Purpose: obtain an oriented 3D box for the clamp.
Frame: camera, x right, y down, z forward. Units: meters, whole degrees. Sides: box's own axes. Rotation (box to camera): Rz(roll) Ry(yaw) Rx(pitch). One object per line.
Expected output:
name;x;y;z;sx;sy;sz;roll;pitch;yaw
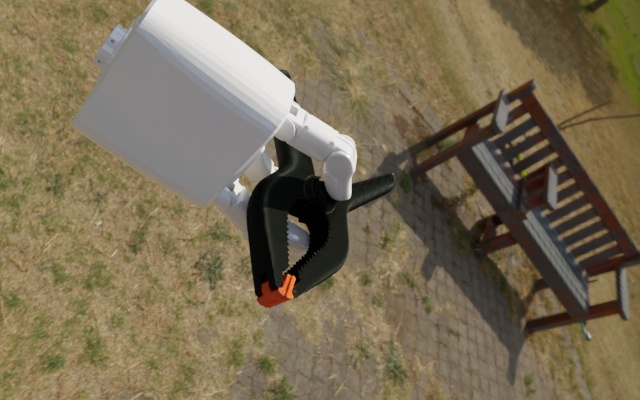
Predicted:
clamp;0.000;0.001;0.404;0.164;0.209;0.036;34;-44;-26
